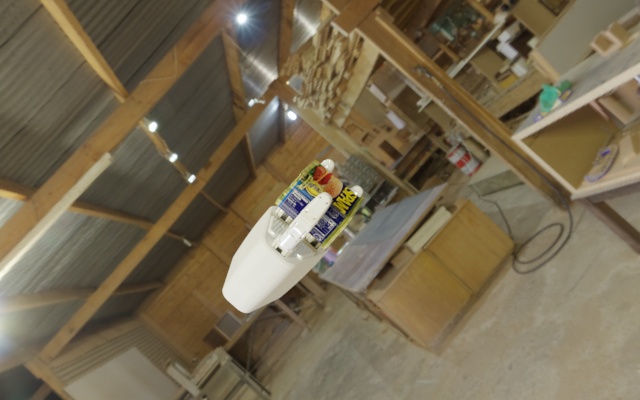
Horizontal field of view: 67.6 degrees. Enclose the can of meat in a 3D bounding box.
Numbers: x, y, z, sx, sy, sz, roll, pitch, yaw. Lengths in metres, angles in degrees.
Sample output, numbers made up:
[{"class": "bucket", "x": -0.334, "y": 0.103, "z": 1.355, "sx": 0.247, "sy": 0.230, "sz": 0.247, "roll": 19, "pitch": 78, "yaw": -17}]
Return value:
[{"class": "can of meat", "x": 0.000, "y": 0.002, "z": 0.612, "sx": 0.084, "sy": 0.057, "sz": 0.102, "roll": 41, "pitch": 27, "yaw": 0}]
